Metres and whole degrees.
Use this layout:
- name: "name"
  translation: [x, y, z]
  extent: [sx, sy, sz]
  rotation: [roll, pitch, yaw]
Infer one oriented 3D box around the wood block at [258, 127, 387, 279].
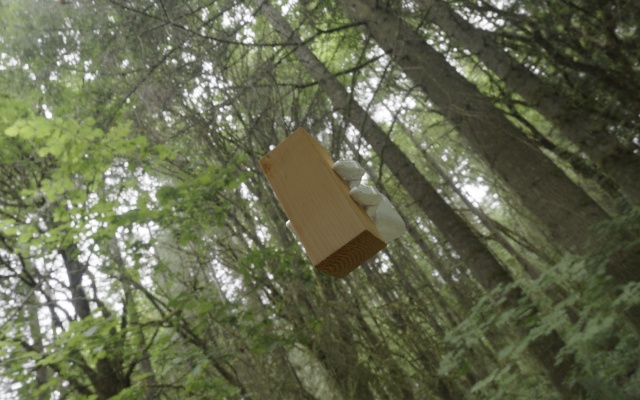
- name: "wood block"
  translation: [0.000, 0.003, 0.720]
  extent: [0.091, 0.206, 0.090]
  rotation: [-38, -32, 11]
